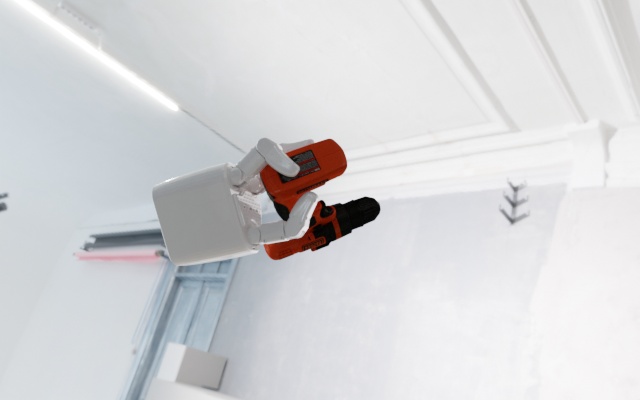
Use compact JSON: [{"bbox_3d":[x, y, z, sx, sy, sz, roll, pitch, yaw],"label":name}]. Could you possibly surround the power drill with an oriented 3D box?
[{"bbox_3d":[0.000,0.002,0.652,0.184,0.057,0.188,-22,-34,-10],"label":"power drill"}]
